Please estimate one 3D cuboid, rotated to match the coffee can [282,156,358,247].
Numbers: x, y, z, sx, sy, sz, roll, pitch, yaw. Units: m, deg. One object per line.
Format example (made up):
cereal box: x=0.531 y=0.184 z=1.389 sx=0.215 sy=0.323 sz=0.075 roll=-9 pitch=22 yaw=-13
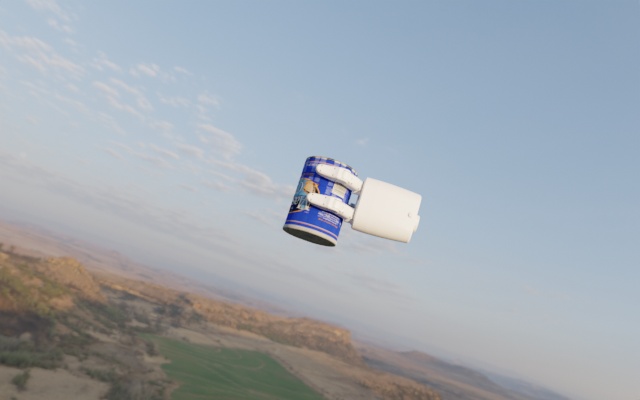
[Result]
coffee can: x=0.000 y=0.003 z=0.882 sx=0.103 sy=0.140 sz=0.103 roll=17 pitch=-14 yaw=4
